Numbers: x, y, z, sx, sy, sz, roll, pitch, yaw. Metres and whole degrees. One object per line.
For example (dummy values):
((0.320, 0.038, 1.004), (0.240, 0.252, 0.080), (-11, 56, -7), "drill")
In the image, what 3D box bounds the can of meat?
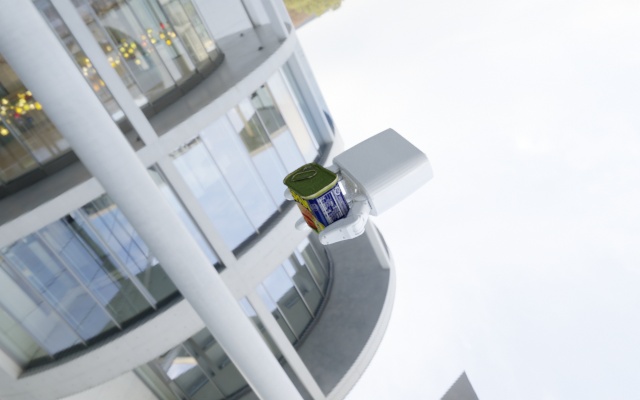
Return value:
((0.000, 0.003, 0.678), (0.057, 0.084, 0.102), (-33, 28, -13), "can of meat")
